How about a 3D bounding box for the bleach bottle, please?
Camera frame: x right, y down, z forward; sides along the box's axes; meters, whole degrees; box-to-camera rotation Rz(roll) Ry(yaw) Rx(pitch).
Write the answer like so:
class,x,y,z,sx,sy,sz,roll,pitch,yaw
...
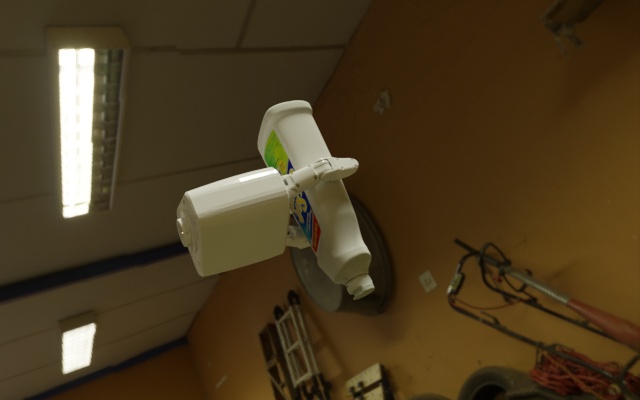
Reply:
class,x,y,z,sx,sy,sz,roll,pitch,yaw
bleach bottle,0.000,0.002,0.598,0.068,0.250,0.103,-16,-25,-27
